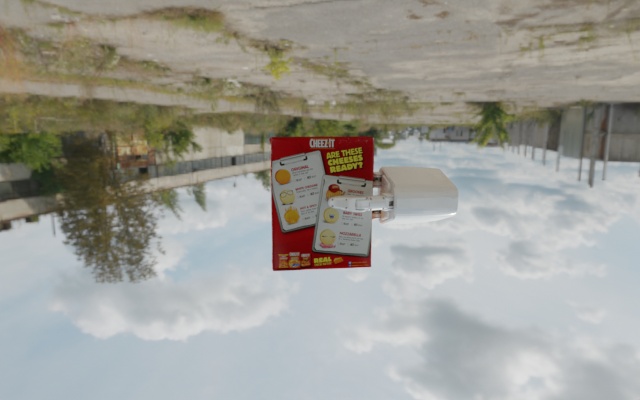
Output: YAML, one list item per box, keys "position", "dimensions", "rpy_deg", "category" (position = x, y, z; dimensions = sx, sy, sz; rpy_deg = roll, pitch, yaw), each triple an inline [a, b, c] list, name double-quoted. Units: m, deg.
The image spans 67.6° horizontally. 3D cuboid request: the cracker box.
- position: [0.000, 0.003, 0.782]
  dimensions: [0.164, 0.214, 0.072]
  rpy_deg: [-1, 9, -8]
  category: "cracker box"
